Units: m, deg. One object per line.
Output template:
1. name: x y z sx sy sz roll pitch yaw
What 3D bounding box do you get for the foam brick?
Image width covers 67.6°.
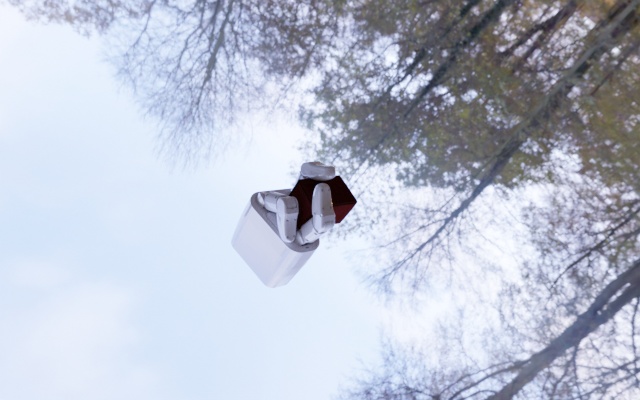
1. foam brick: 0.000 0.002 0.670 0.078 0.053 0.051 -8 -35 -38
